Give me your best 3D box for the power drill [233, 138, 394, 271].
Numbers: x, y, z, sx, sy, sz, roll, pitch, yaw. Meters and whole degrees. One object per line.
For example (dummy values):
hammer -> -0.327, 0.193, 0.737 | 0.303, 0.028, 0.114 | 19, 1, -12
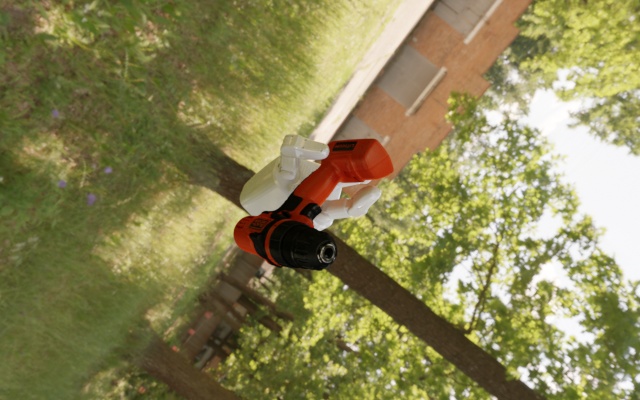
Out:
power drill -> 0.000, 0.002, 0.559 | 0.187, 0.057, 0.184 | -43, 27, -25
